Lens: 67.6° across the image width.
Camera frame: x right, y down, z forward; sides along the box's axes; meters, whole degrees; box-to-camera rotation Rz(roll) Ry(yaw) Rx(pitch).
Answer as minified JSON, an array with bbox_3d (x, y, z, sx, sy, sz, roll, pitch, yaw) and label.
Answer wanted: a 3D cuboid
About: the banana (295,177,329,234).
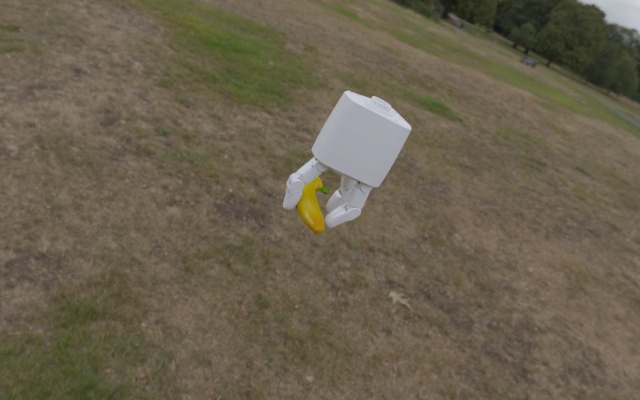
[{"bbox_3d":[-0.016,-0.008,0.801,0.069,0.037,0.197,31,21,-7],"label":"banana"}]
